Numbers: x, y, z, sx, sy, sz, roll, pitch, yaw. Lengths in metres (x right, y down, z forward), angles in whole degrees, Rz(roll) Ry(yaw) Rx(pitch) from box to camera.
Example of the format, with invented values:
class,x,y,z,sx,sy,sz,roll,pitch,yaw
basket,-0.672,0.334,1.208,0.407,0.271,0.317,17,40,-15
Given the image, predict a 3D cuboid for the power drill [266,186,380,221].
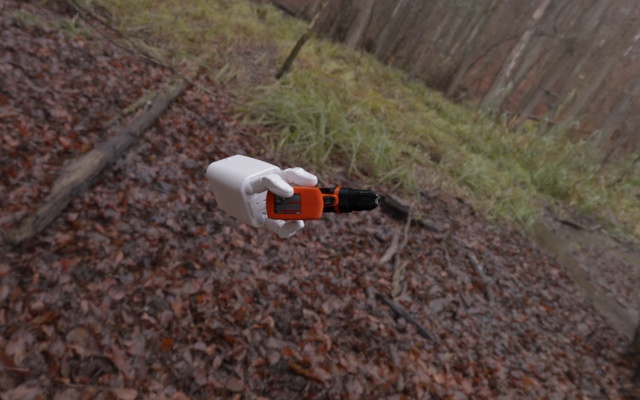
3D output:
class,x,y,z,sx,sy,sz,roll,pitch,yaw
power drill,0.000,0.003,0.867,0.184,0.057,0.187,-1,1,21
